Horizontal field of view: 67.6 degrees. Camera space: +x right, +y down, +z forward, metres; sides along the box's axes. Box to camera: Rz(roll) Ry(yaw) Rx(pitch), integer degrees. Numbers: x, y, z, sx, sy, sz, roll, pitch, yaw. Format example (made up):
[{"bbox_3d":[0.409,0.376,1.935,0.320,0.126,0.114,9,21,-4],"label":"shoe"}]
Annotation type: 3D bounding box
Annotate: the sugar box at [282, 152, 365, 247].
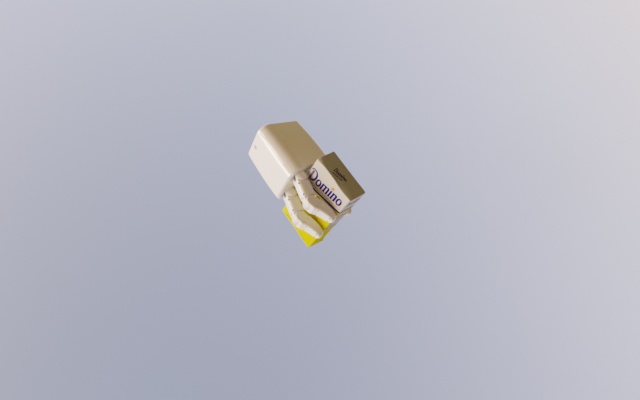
[{"bbox_3d":[0.000,0.003,0.850,0.048,0.093,0.176,-27,-16,-35],"label":"sugar box"}]
